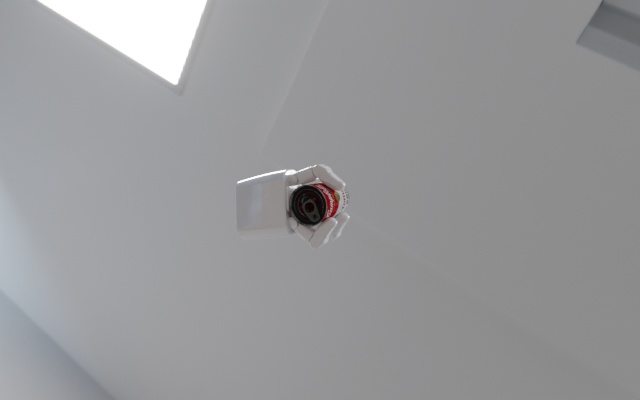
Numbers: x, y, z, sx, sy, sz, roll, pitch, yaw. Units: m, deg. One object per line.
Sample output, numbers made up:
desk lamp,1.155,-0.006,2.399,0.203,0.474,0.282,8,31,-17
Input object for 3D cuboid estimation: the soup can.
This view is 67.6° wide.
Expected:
soup can,0.001,0.002,0.808,0.068,0.068,0.102,0,7,25
